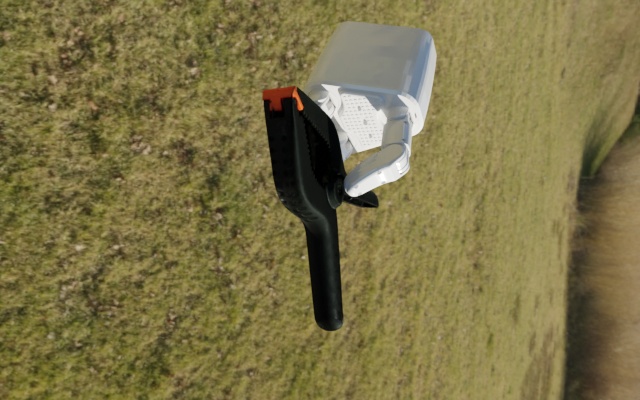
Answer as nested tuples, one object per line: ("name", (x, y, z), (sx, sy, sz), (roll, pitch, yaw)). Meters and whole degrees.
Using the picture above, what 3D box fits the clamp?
("clamp", (0.001, 0.001, 0.408), (0.036, 0.164, 0.210), (-1, -38, 25))
